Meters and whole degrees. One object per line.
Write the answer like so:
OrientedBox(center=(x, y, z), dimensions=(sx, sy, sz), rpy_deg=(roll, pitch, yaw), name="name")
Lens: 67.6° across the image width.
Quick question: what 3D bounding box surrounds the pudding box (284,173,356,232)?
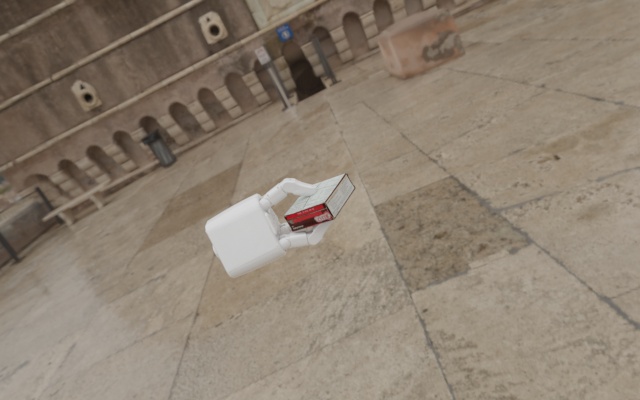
OrientedBox(center=(0.000, 0.003, 0.827), dimensions=(0.090, 0.039, 0.113), rpy_deg=(-17, 23, 32), name="pudding box")
